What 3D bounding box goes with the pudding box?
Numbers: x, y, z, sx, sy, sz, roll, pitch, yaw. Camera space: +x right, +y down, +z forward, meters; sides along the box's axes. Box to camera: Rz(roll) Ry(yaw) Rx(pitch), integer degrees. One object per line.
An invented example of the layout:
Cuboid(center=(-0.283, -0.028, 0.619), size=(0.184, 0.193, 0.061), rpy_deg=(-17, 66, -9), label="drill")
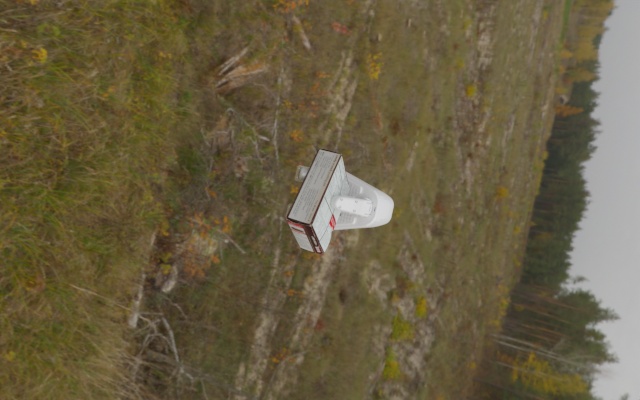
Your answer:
Cuboid(center=(0.000, 0.002, 0.632), size=(0.039, 0.113, 0.090), rpy_deg=(13, -26, 19), label="pudding box")
